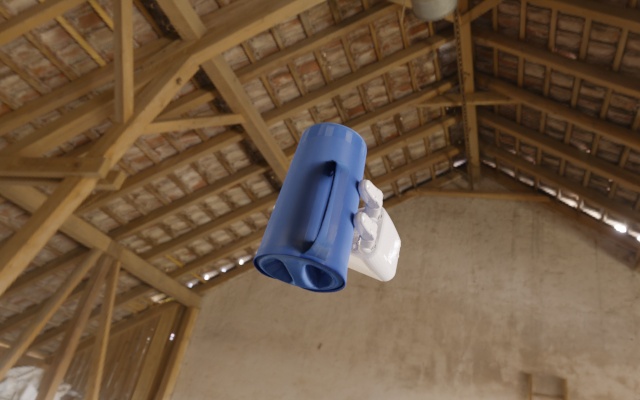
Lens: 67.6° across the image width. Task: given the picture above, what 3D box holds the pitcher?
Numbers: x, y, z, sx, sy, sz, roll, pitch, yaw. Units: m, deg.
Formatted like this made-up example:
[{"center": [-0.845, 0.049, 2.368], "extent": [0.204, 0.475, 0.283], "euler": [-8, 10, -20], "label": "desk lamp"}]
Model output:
[{"center": [0.000, 0.002, 0.710], "extent": [0.149, 0.242, 0.145], "euler": [-3, -32, 30], "label": "pitcher"}]
